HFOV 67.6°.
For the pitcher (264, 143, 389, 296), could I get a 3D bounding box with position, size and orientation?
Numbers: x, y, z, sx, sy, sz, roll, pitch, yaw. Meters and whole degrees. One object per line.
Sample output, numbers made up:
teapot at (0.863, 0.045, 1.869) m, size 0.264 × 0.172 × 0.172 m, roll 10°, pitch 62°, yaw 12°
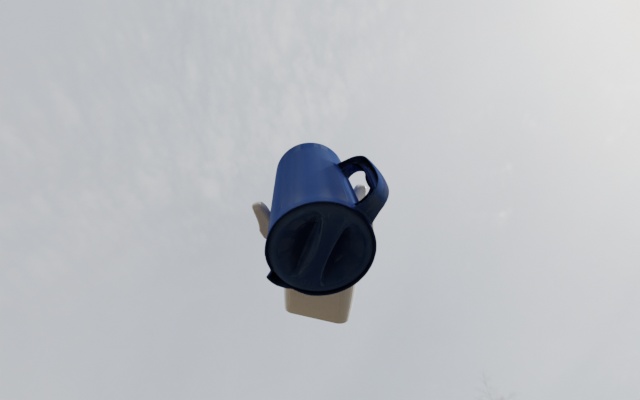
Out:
pitcher at (0.000, 0.002, 0.663) m, size 0.149 × 0.145 × 0.242 m, roll 0°, pitch 27°, yaw -5°
